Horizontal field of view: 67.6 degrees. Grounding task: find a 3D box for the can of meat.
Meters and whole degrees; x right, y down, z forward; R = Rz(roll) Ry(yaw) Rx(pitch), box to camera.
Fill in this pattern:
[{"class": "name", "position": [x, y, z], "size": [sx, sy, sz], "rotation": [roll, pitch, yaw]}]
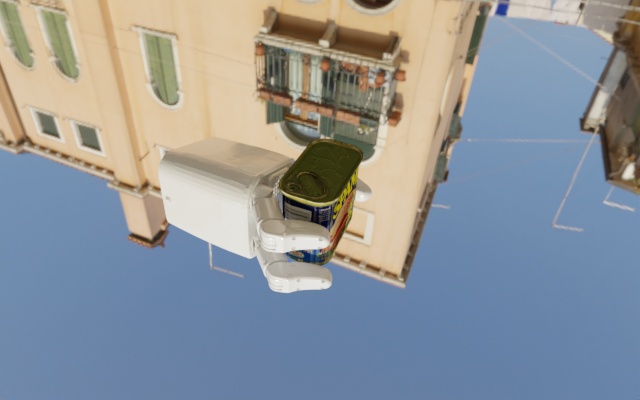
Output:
[{"class": "can of meat", "position": [0.000, 0.002, 0.471], "size": [0.057, 0.084, 0.102], "rotation": [17, 41, 15]}]
